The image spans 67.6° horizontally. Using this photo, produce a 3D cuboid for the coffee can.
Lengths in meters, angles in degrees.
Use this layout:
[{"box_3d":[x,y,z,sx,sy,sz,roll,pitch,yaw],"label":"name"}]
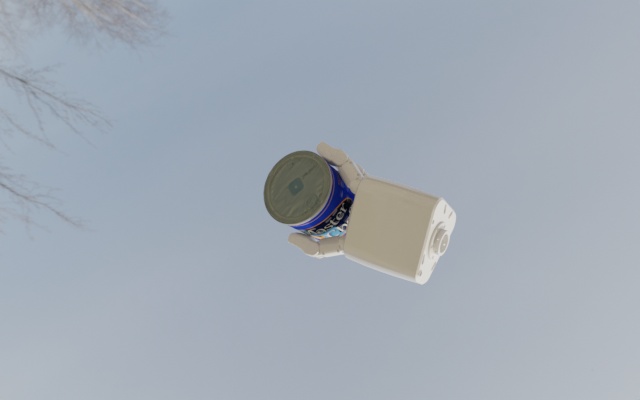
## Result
[{"box_3d":[0.000,0.002,0.682,0.103,0.102,0.140,0,-17,30],"label":"coffee can"}]
